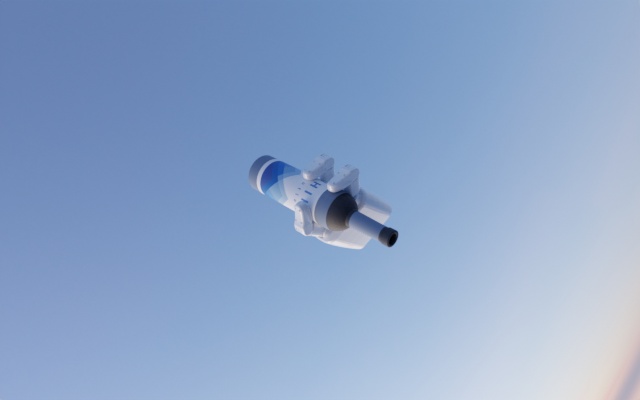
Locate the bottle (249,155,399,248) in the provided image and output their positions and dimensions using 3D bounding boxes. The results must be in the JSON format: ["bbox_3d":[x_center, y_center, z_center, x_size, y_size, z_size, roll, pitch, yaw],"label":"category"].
[{"bbox_3d":[0.000,0.002,0.777,0.295,0.069,0.069,27,17,37],"label":"bottle"}]
